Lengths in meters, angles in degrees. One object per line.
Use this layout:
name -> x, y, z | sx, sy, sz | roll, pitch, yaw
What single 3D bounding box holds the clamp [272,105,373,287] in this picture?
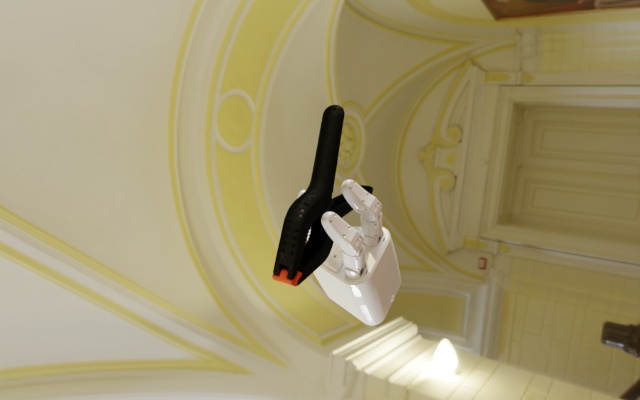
clamp -> -0.001, 0.002, 0.569 | 0.036, 0.210, 0.165 | 10, -40, 31
